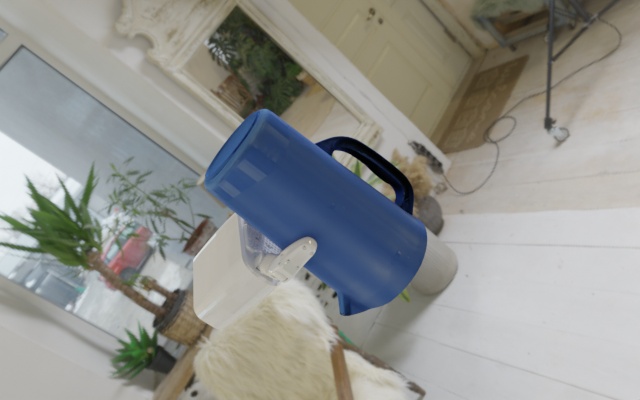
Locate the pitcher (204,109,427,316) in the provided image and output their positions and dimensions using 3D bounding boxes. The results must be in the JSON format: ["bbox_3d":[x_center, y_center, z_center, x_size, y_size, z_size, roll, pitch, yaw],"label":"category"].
[{"bbox_3d":[0.000,0.002,0.548,0.243,0.145,0.149,38,26,-21],"label":"pitcher"}]
